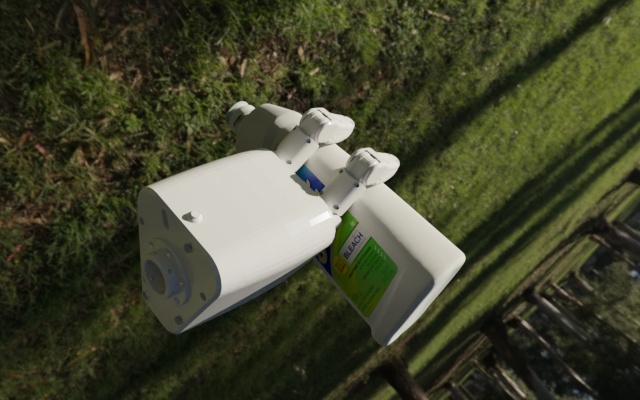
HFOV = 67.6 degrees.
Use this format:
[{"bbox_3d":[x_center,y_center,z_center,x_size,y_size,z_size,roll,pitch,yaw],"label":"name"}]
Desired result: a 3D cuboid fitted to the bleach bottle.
[{"bbox_3d":[0.000,0.001,0.425,0.250,0.103,0.068,43,41,22],"label":"bleach bottle"}]
